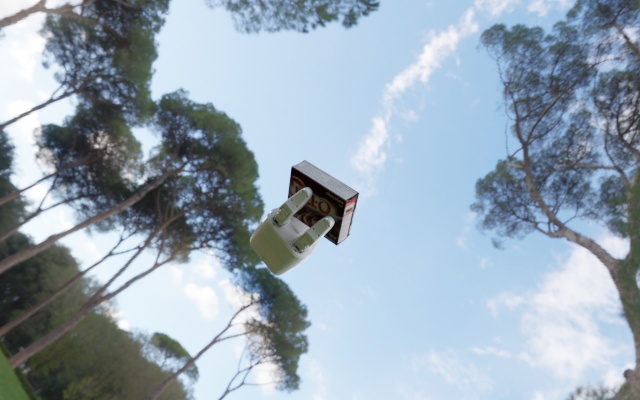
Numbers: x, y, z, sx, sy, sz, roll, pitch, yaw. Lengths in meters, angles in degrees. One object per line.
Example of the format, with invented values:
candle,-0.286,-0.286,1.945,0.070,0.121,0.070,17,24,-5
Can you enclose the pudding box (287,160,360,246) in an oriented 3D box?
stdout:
pudding box,0.000,0.002,0.739,0.113,0.090,0.039,31,44,25
